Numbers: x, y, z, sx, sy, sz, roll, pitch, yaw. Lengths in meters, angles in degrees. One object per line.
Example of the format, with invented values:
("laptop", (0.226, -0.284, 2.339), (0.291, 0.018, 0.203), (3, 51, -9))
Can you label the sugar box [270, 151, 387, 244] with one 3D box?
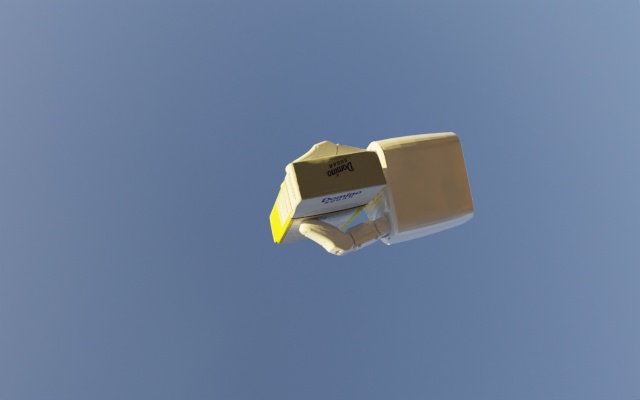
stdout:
("sugar box", (0.000, 0.001, 0.541), (0.093, 0.048, 0.176), (-10, -19, -17))
